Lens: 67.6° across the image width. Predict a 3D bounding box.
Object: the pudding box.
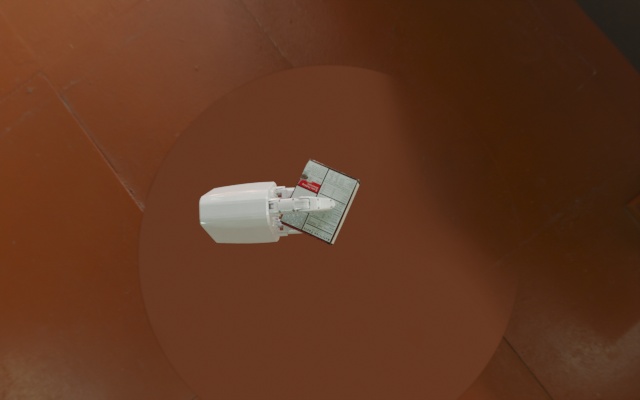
[{"bbox_3d":[0.000,0.002,0.752,0.090,0.113,0.039,24,-2,8],"label":"pudding box"}]
